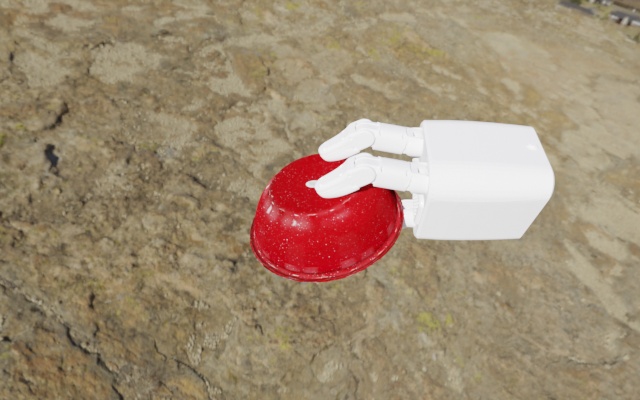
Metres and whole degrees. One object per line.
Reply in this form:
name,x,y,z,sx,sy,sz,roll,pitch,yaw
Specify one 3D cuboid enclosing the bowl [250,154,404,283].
bowl,-0.001,0.002,0.477,0.162,0.055,0.162,-9,42,8
